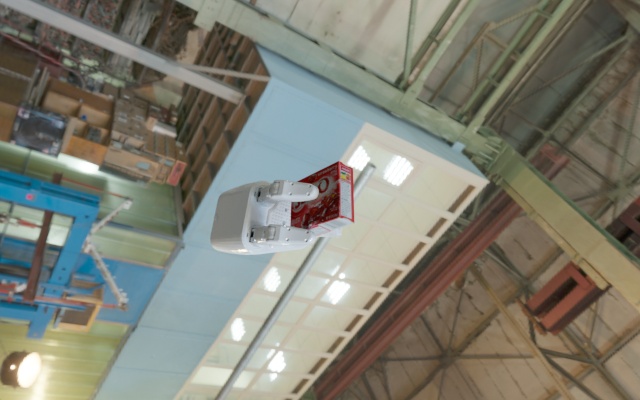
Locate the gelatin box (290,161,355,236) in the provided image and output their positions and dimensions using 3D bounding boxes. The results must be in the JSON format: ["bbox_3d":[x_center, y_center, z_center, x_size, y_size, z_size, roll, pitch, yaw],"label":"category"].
[{"bbox_3d":[0.001,0.002,0.585,0.030,0.073,0.089,22,-31,-39],"label":"gelatin box"}]
